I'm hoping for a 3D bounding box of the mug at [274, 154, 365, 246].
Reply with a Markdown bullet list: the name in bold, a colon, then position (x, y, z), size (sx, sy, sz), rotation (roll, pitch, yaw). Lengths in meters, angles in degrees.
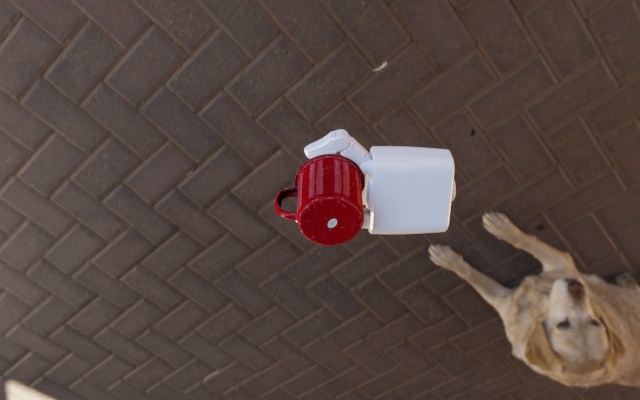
- **mug**: position (-0.001, 0.002, 0.601), size (0.117, 0.093, 0.081), rotation (-1, 38, 1)
